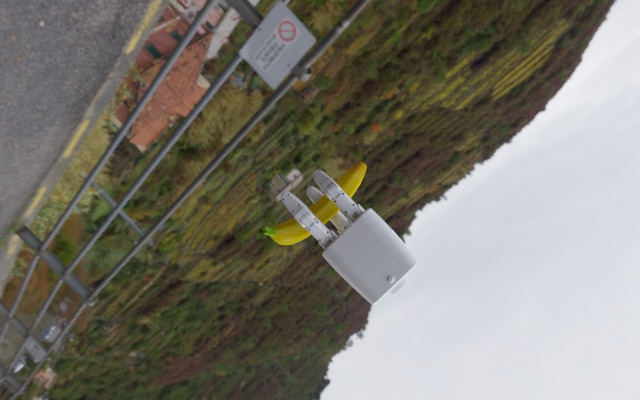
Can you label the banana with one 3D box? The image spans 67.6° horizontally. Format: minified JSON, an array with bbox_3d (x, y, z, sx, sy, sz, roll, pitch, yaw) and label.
[{"bbox_3d":[-0.003,0.013,0.743,0.197,0.037,0.070,-36,-24,-18],"label":"banana"}]
